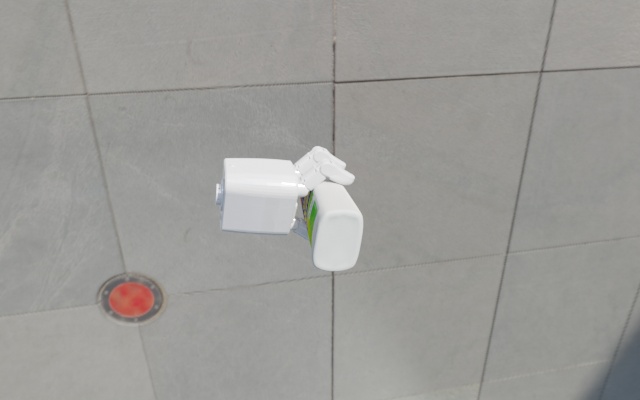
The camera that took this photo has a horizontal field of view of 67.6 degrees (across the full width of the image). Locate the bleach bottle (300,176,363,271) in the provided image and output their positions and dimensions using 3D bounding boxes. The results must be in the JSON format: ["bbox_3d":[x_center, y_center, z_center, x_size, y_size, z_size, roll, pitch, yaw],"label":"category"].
[{"bbox_3d":[0.000,0.002,0.762,0.068,0.103,0.250,3,25,-14],"label":"bleach bottle"}]
